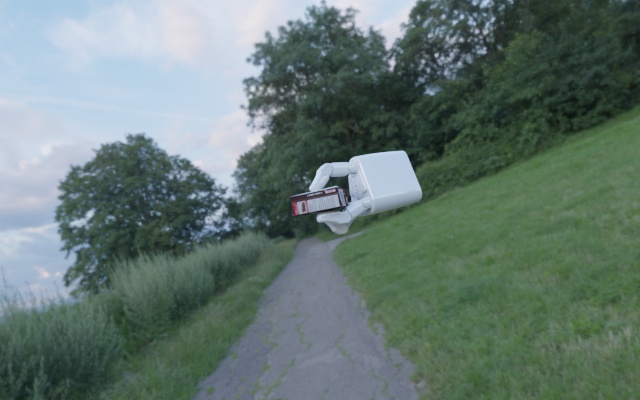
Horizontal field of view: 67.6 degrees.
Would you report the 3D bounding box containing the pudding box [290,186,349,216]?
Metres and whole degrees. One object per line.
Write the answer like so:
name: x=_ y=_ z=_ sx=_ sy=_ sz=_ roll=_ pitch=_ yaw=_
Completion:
pudding box: x=0.000 y=0.003 z=0.866 sx=0.090 sy=0.039 sz=0.113 roll=-12 pitch=-4 yaw=8
